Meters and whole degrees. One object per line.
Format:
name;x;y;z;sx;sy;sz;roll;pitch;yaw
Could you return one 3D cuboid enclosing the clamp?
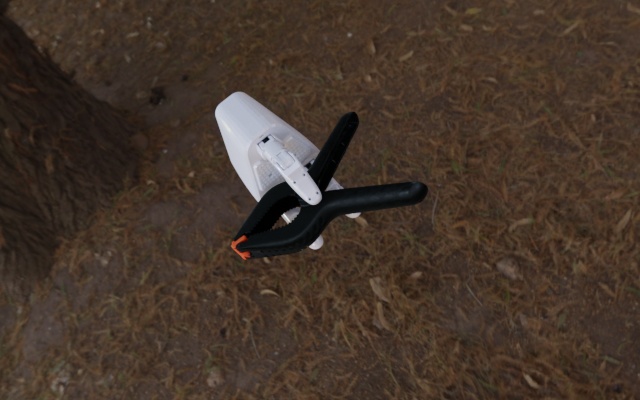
clamp;-0.001;0.001;0.516;0.164;0.210;0.036;46;-6;45
